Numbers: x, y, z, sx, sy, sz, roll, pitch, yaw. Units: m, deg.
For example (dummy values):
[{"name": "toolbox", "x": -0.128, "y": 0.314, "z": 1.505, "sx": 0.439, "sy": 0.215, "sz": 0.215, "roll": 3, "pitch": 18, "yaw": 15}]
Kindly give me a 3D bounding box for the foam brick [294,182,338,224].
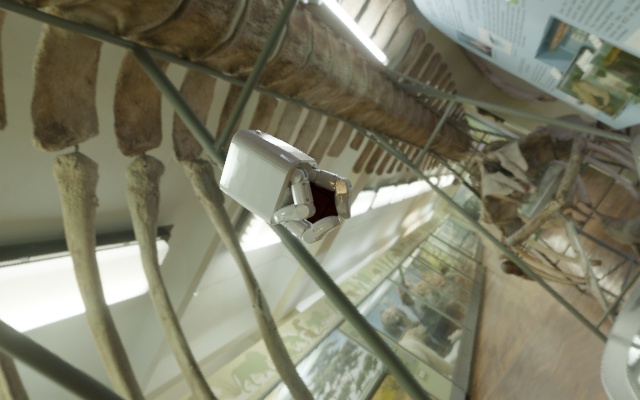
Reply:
[{"name": "foam brick", "x": 0.000, "y": 0.003, "z": 0.740, "sx": 0.051, "sy": 0.053, "sz": 0.078, "roll": 31, "pitch": 14, "yaw": 16}]
